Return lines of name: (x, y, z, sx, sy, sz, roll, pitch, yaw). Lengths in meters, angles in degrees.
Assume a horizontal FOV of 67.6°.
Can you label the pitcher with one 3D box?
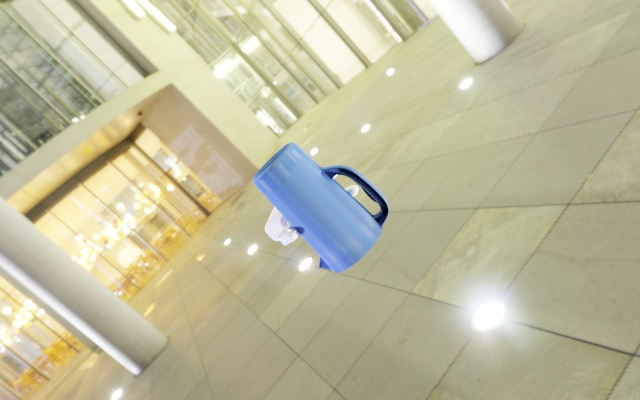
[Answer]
pitcher: (0.000, 0.003, 0.899, 0.149, 0.243, 0.145, -50, 12, -26)
